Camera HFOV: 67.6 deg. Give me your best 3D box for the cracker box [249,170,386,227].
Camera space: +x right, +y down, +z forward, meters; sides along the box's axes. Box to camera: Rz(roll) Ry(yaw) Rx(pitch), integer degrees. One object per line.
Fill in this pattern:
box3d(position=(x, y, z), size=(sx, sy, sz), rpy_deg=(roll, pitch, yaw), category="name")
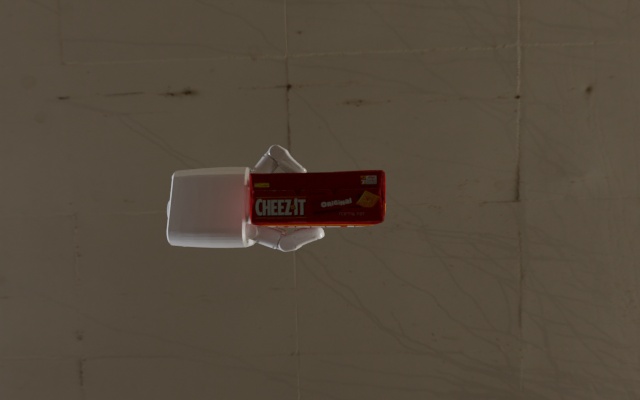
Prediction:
box3d(position=(0.000, 0.002, 0.669), size=(0.164, 0.072, 0.214), rpy_deg=(-2, -2, 3), category="cracker box")
